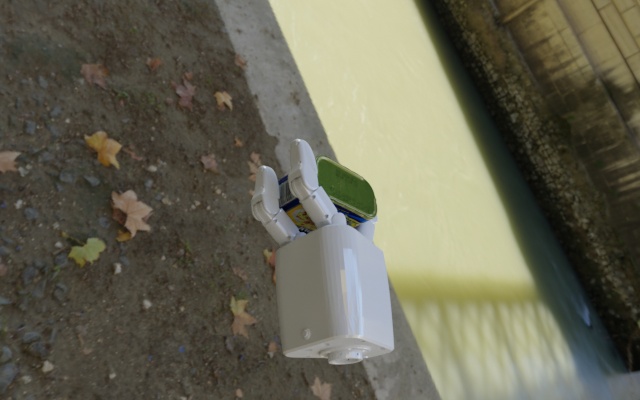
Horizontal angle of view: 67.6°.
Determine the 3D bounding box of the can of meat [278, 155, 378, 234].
[{"bbox_3d":[0.000,0.002,0.527,0.102,0.057,0.084,25,-40,-38],"label":"can of meat"}]
